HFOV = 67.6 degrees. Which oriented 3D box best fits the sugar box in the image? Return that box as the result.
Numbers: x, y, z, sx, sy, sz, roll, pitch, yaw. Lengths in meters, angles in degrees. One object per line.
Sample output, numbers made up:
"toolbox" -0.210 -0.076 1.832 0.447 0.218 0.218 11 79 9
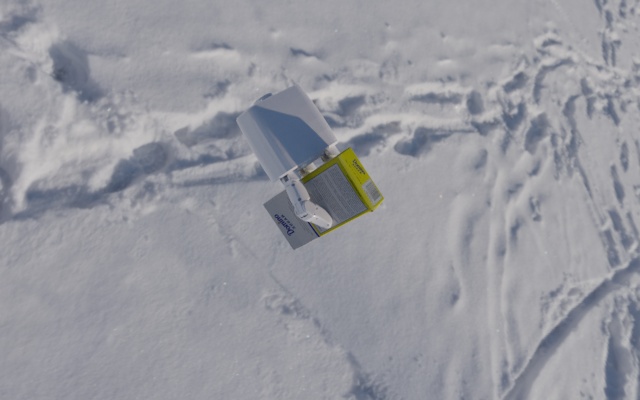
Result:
"sugar box" 0.000 0.002 0.721 0.176 0.093 0.048 -29 7 42
